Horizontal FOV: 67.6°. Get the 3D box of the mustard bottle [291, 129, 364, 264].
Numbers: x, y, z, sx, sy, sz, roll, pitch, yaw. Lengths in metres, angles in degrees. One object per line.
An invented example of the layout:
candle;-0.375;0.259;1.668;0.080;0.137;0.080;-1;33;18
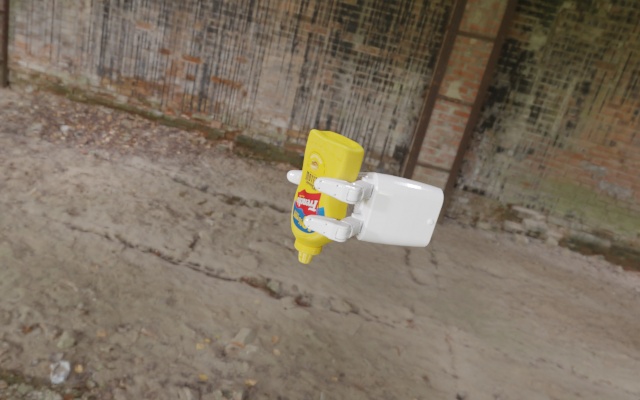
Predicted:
mustard bottle;0.000;0.002;0.682;0.058;0.192;0.096;0;23;-37
